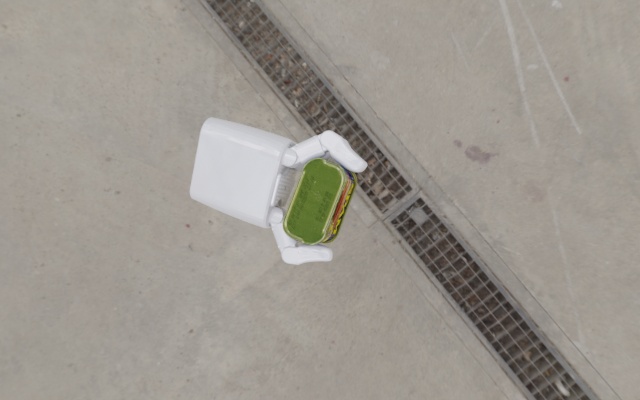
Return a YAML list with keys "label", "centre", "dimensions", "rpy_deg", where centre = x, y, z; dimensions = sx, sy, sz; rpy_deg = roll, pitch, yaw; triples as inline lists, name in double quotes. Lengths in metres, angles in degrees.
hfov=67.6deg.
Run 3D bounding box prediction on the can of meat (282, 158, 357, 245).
- label: "can of meat"
  centre: [0.000, 0.002, 0.567]
  dimensions: [0.057, 0.102, 0.084]
  rpy_deg: [21, 3, 11]
